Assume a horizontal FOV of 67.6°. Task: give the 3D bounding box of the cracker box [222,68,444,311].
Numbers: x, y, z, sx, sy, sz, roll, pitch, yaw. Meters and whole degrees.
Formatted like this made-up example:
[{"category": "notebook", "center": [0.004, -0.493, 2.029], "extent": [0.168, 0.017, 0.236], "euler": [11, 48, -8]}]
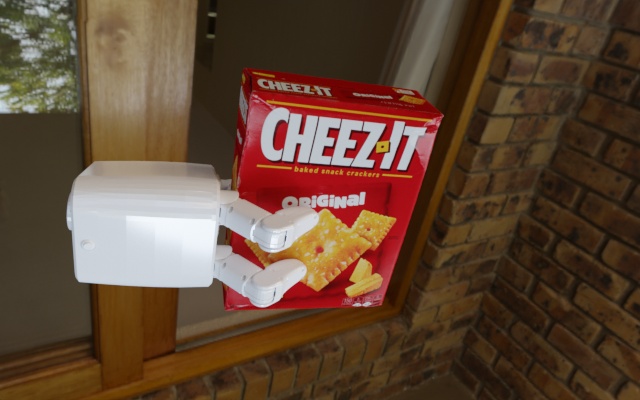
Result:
[{"category": "cracker box", "center": [0.000, 0.002, 0.442], "extent": [0.164, 0.214, 0.072], "euler": [3, 30, -17]}]
